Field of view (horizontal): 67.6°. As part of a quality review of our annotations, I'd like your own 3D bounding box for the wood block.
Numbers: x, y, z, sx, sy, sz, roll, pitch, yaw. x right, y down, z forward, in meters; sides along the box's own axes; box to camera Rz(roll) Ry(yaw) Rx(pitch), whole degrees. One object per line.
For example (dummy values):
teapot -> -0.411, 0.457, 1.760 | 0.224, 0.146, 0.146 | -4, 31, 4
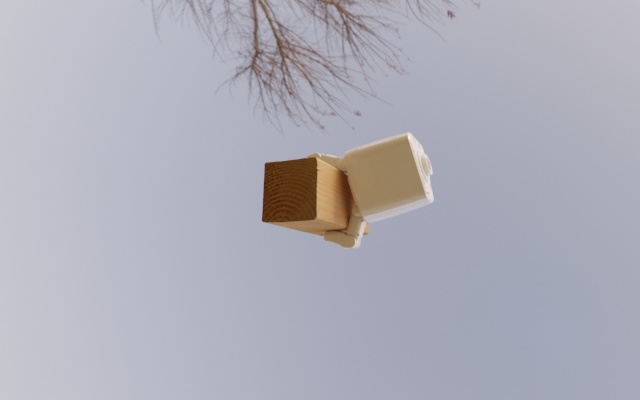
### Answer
wood block -> 0.001, 0.003, 0.761 | 0.090, 0.091, 0.206 | -4, -12, 26
